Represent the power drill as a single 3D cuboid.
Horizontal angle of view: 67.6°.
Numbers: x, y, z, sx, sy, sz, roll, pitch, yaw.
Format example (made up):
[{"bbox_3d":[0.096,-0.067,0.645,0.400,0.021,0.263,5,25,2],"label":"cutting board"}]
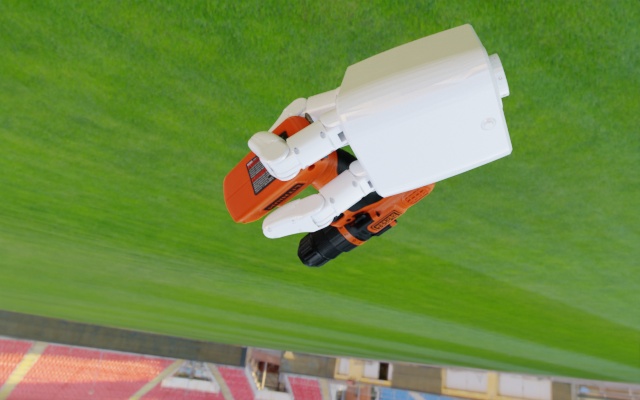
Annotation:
[{"bbox_3d":[0.000,0.001,0.471,0.184,0.057,0.188,-40,-34,25],"label":"power drill"}]
